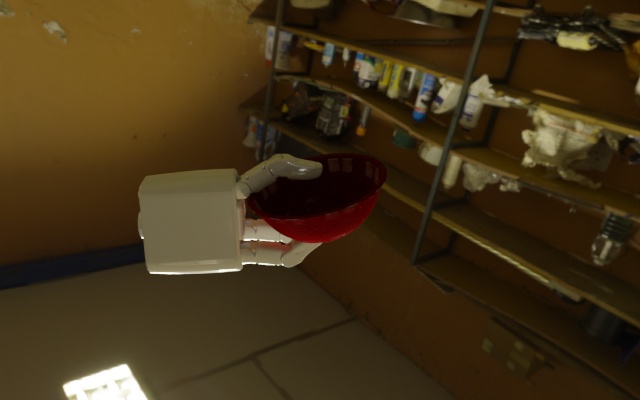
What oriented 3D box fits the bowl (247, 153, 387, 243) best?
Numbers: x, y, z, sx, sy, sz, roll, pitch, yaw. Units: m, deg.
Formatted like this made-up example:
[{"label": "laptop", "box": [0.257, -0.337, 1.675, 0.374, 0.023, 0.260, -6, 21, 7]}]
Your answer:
[{"label": "bowl", "box": [0.001, 0.002, 0.552, 0.162, 0.055, 0.162, -11, 26, 6]}]
